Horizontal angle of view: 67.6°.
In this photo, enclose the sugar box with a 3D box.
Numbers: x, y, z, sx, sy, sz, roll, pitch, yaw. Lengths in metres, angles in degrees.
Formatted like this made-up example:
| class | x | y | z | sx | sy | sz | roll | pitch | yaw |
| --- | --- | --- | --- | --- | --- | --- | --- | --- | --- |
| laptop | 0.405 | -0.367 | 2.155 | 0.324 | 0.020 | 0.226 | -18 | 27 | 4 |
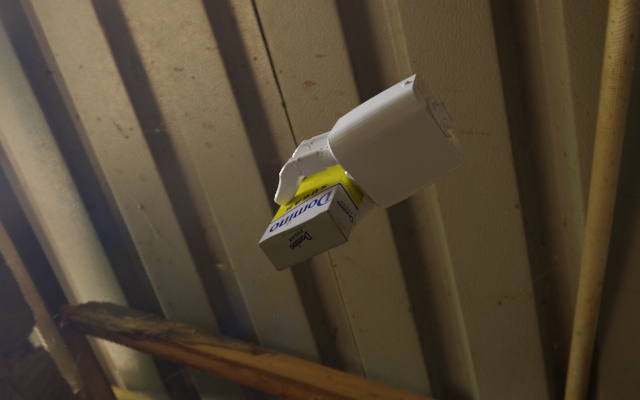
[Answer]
| class | x | y | z | sx | sy | sz | roll | pitch | yaw |
| --- | --- | --- | --- | --- | --- | --- | --- | --- | --- |
| sugar box | 0.000 | 0.001 | 0.554 | 0.093 | 0.048 | 0.176 | -26 | 16 | 25 |
